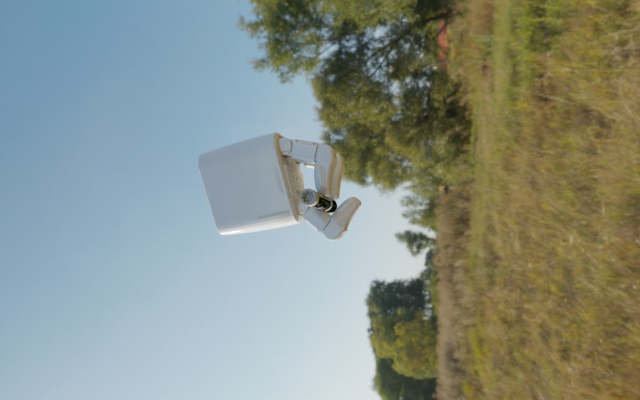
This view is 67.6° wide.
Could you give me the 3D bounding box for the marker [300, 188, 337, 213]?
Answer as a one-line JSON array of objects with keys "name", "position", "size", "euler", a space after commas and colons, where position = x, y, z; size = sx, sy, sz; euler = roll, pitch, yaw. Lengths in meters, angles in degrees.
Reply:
[{"name": "marker", "position": [0.000, 0.002, 0.572], "size": [0.020, 0.020, 0.121], "euler": [0, -5, 13]}]
